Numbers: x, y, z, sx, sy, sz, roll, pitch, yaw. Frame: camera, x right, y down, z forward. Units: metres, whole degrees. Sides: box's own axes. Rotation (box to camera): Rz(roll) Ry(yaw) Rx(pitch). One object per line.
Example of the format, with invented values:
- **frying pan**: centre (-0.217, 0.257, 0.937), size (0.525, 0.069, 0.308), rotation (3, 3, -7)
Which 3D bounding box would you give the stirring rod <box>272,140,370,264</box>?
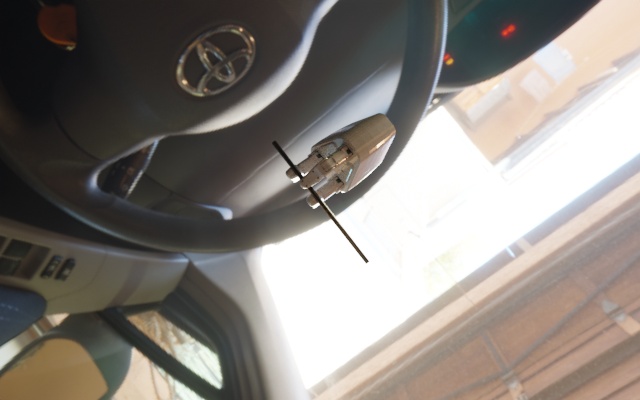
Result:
- **stirring rod**: centre (0.000, 0.002, 0.749), size (0.011, 0.239, 0.011), rotation (-38, -1, -1)
